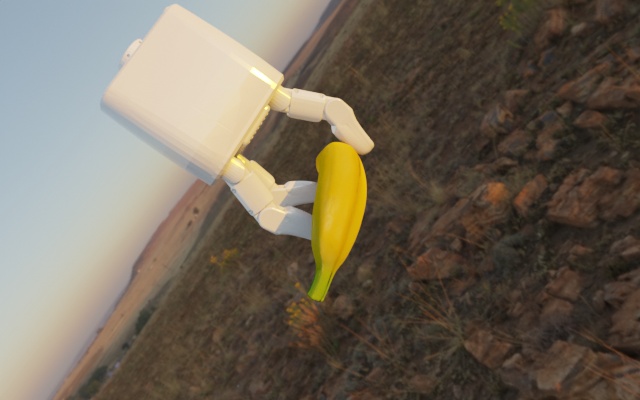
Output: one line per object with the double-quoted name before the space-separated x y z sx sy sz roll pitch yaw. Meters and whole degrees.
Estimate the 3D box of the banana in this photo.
"banana" 0.010 -0.010 0.392 0.037 0.070 0.197 31 29 -13
